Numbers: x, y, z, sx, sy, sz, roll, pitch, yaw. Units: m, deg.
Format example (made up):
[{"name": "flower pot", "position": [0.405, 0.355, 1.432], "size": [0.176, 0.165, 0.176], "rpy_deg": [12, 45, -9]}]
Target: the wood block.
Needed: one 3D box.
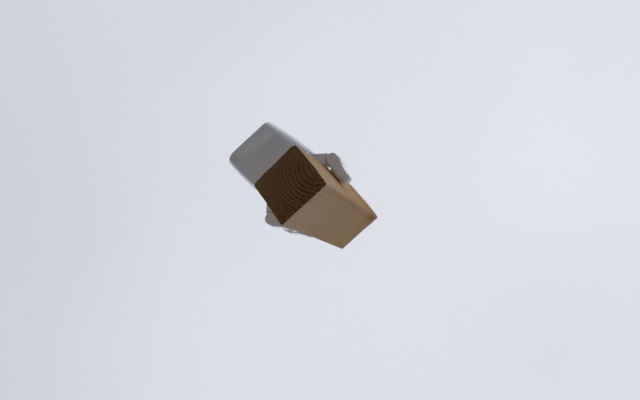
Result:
[{"name": "wood block", "position": [0.000, 0.002, 0.775], "size": [0.091, 0.090, 0.206], "rpy_deg": [-43, -29, 11]}]
